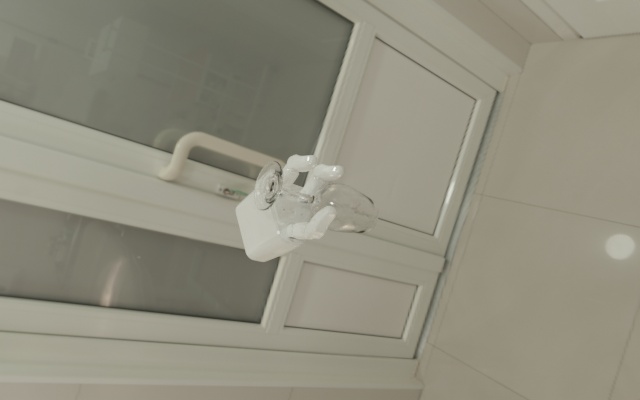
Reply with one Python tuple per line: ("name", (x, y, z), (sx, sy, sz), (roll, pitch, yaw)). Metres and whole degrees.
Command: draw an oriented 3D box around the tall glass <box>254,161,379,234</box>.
("tall glass", (0.000, 0.002, 0.748), (0.201, 0.079, 0.079), (17, -10, -36))
